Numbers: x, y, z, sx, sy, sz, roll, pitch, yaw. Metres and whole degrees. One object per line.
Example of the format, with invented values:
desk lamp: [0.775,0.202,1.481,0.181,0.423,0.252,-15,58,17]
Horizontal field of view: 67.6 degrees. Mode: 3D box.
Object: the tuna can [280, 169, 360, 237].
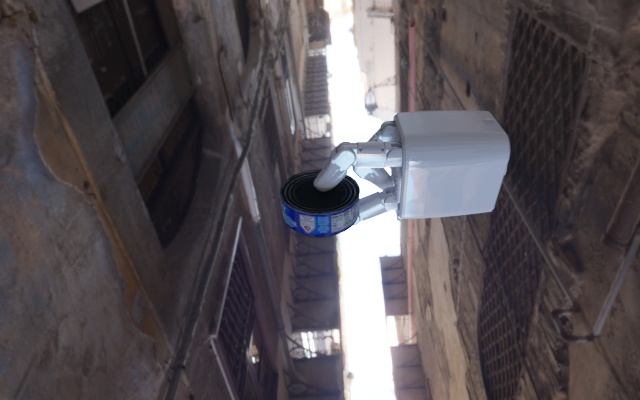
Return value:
tuna can: [0.000,0.002,0.519,0.086,0.034,0.086,-1,34,1]
